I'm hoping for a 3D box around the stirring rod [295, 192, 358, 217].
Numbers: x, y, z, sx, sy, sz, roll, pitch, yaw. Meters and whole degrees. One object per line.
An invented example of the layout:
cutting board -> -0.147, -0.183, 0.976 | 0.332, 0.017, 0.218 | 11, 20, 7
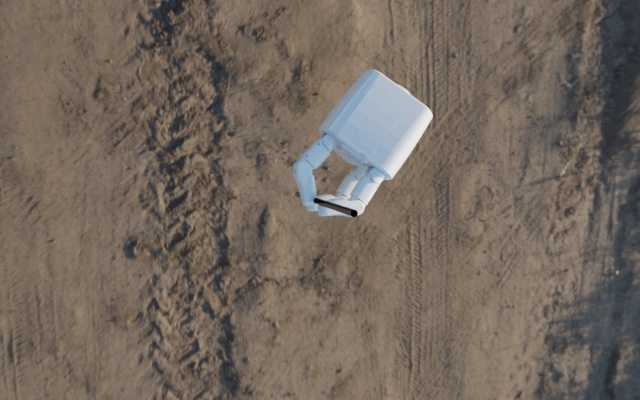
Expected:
stirring rod -> 0.000, 0.002, 0.609 | 0.011, 0.011, 0.239 | 0, 5, -17
